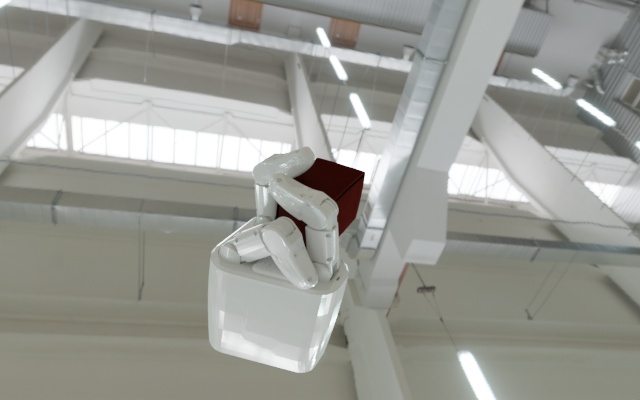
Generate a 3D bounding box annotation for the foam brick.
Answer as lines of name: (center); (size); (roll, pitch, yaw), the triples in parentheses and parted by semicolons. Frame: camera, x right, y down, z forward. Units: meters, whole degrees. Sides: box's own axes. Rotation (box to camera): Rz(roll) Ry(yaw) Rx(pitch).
foam brick: (0.000, 0.001, 0.439); (0.053, 0.051, 0.078); (20, 31, 20)
